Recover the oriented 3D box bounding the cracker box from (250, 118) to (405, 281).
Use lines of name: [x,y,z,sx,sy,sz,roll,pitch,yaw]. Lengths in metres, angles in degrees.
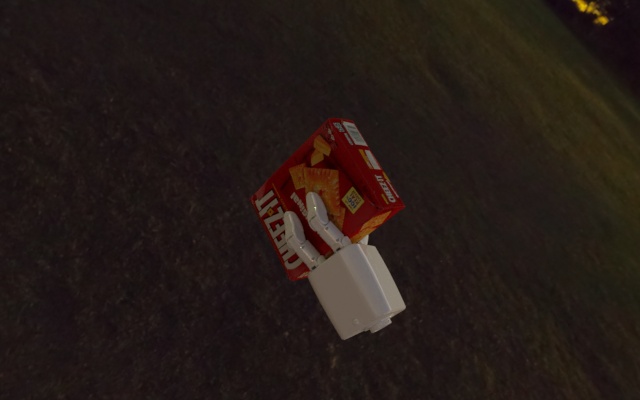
cracker box: [0.000,0.002,0.742,0.214,0.164,0.072,-41,-23,32]
